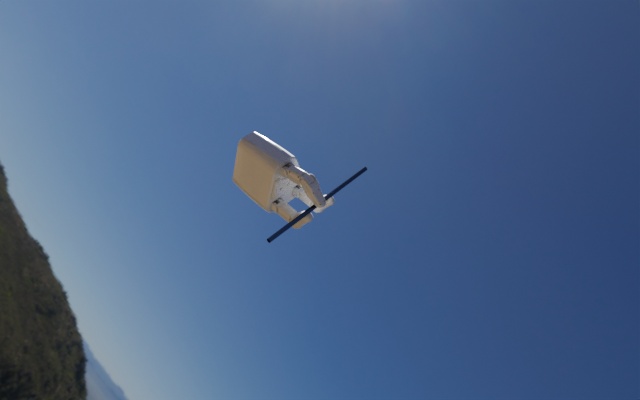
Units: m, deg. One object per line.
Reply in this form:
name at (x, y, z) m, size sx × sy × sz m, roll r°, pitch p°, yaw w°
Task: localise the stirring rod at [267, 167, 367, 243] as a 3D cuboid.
stirring rod at (0.000, 0.003, 0.824) m, size 0.239 × 0.011 × 0.011 m, roll -37°, pitch 20°, yaw -30°
